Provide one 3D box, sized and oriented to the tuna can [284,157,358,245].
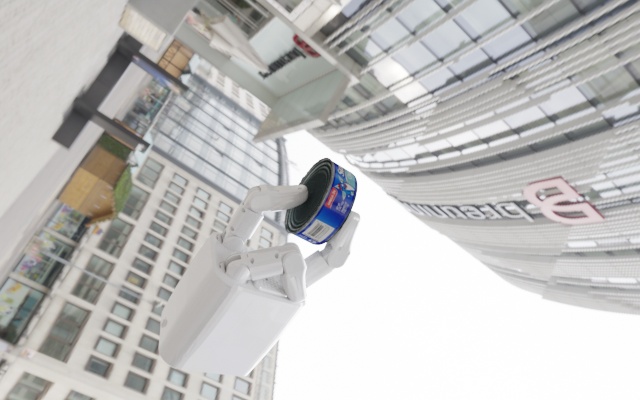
[{"bbox_3d":[0.001,0.002,0.485,0.034,0.086,0.086,29,-11,-21],"label":"tuna can"}]
